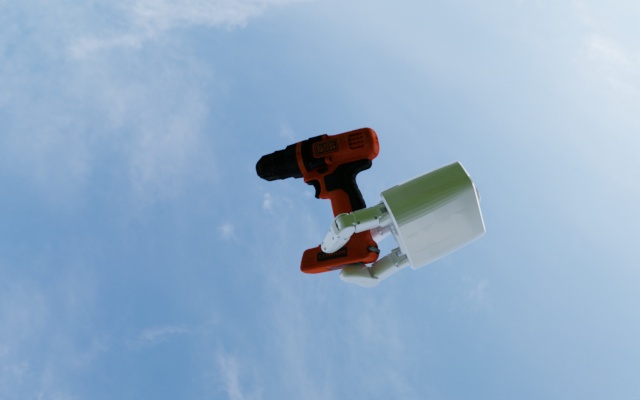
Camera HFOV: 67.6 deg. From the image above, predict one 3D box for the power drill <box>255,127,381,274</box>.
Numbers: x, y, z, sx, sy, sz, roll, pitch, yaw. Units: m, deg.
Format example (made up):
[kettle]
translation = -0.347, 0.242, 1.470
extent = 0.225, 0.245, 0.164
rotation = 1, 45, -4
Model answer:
[power drill]
translation = 0.000, 0.003, 0.655
extent = 0.184, 0.187, 0.057
rotation = -13, -14, 20
